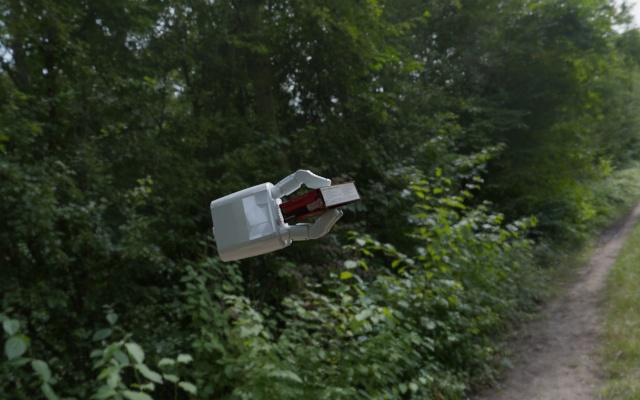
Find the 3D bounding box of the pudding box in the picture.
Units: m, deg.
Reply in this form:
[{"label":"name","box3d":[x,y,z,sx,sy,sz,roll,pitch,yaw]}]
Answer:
[{"label":"pudding box","box3d":[0.000,0.002,0.792,0.090,0.039,0.113,-20,-3,35]}]
